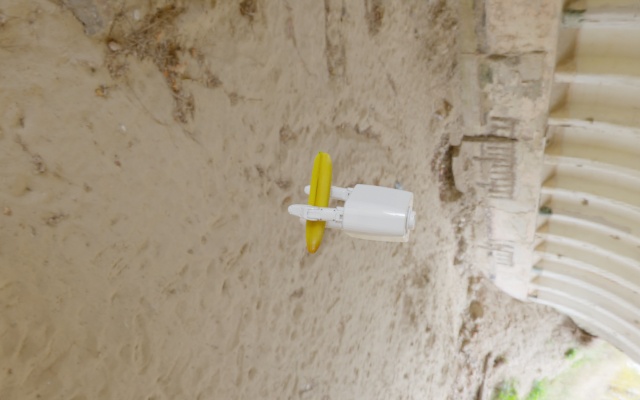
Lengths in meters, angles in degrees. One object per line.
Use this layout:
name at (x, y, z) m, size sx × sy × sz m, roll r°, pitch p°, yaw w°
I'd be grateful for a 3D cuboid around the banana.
banana at (-0.001, -0.005, 0.860) m, size 0.037 × 0.197 × 0.070 m, roll 6°, pitch -15°, yaw 6°
